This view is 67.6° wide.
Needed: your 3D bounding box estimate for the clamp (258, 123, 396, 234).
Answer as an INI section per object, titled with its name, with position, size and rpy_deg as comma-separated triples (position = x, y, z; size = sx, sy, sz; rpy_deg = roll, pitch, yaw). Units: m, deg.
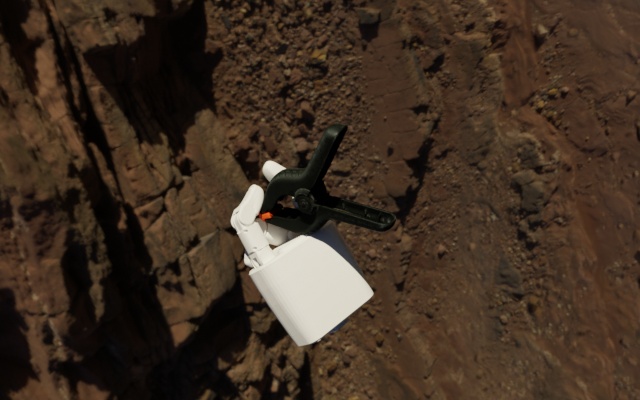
[clamp]
position = 0.000, 0.002, 0.523
size = 0.039, 0.120, 0.171
rpy_deg = -32, 1, -44
